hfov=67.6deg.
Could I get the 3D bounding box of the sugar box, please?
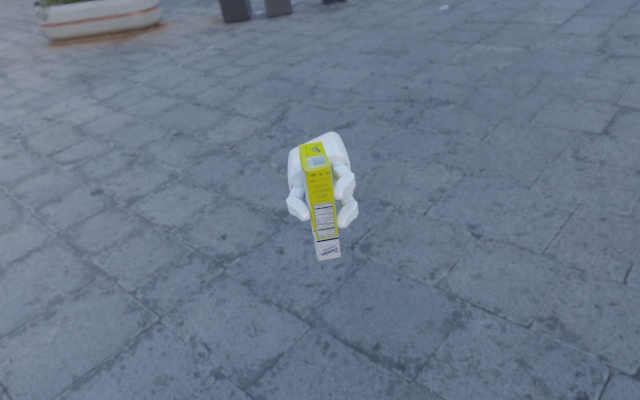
[{"bbox_3d":[0.001,0.002,0.787,0.048,0.176,0.093,-12,33,-2],"label":"sugar box"}]
